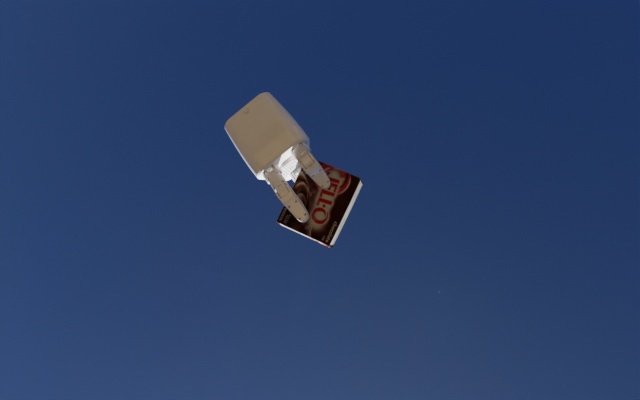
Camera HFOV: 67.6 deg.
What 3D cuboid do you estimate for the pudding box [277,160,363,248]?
[{"bbox_3d":[0.000,0.002,0.715,0.090,0.113,0.039,23,-4,16],"label":"pudding box"}]
